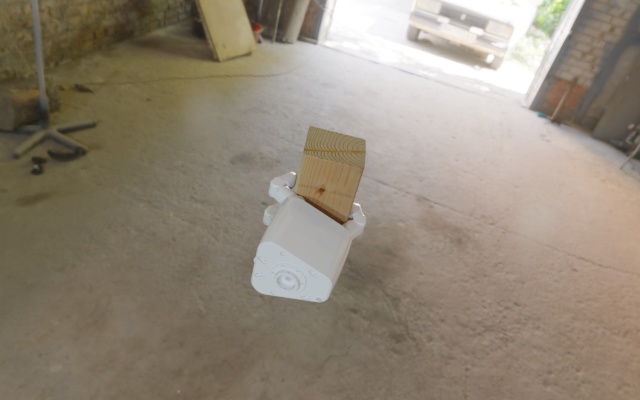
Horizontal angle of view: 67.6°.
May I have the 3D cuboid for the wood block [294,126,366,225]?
[{"bbox_3d":[0.000,0.003,0.750,0.091,0.206,0.090,14,35,-3],"label":"wood block"}]
